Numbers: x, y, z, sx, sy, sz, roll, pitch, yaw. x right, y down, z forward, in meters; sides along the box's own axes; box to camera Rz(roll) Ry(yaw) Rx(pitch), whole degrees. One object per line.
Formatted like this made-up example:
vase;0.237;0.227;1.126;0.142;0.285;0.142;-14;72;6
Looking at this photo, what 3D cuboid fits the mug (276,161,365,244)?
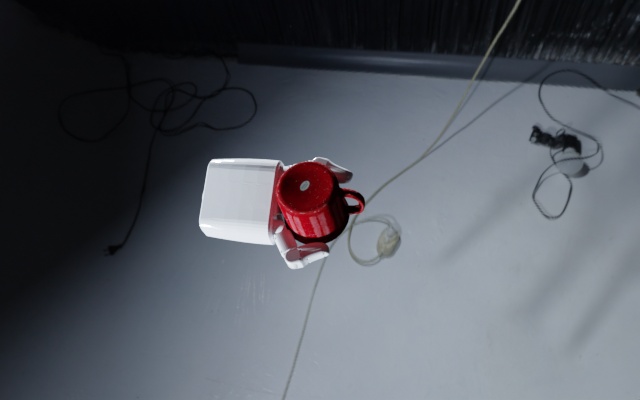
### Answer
mug;0.001;0.002;0.630;0.117;0.093;0.081;2;-27;12
